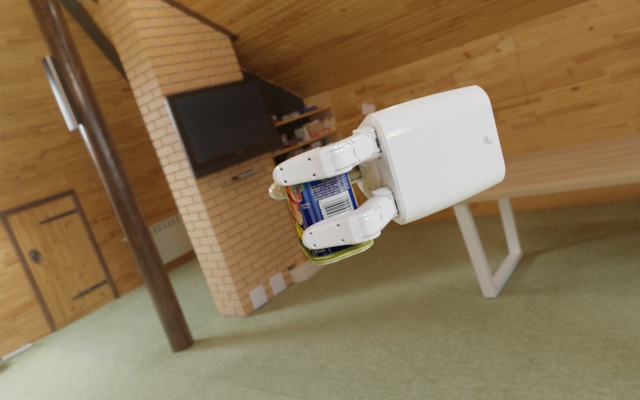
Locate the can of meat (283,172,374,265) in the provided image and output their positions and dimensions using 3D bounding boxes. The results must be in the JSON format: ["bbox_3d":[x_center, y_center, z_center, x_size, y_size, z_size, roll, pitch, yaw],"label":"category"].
[{"bbox_3d":[0.000,0.001,0.433,0.057,0.084,0.102,-19,11,-9],"label":"can of meat"}]
